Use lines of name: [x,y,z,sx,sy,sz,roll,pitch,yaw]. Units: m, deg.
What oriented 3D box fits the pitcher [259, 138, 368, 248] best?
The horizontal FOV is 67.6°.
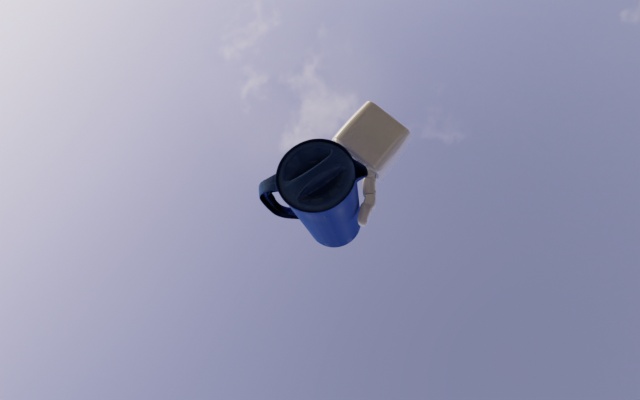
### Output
pitcher: [0.000,0.003,0.873,0.149,0.145,0.243,33,-14,21]
